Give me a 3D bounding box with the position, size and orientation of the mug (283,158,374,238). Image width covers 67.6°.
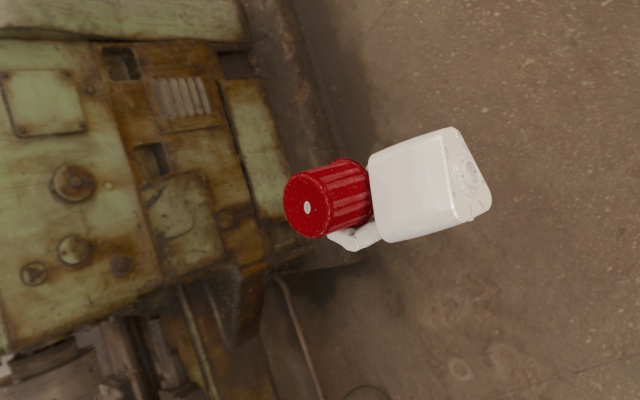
[{"bbox_3d":[-0.001,0.002,0.601,0.081,0.093,0.117,-18,-3,-46],"label":"mug"}]
